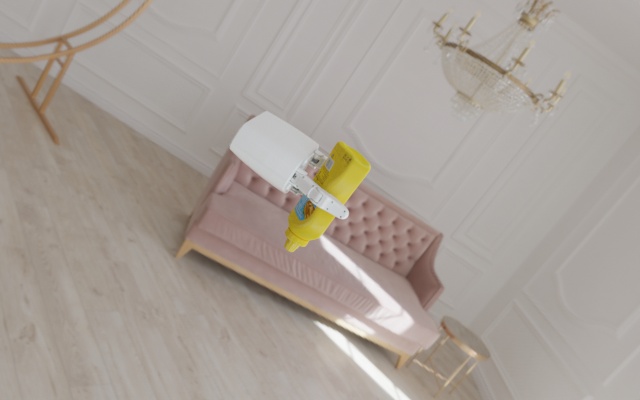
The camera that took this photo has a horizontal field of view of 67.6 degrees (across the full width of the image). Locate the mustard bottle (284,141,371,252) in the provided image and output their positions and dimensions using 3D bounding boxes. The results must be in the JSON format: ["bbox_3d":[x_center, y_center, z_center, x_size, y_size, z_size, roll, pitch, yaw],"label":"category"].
[{"bbox_3d":[0.001,0.002,0.756,0.058,0.192,0.096,29,14,-23],"label":"mustard bottle"}]
